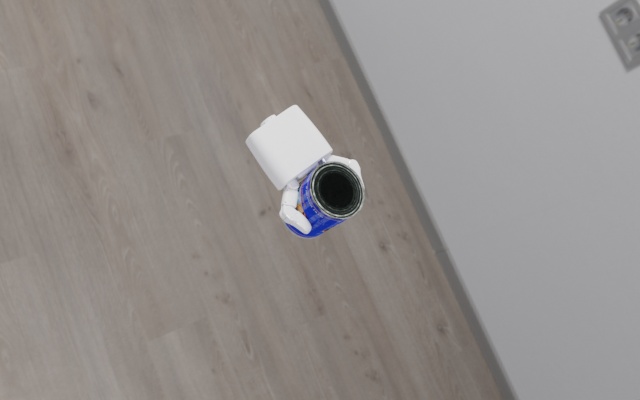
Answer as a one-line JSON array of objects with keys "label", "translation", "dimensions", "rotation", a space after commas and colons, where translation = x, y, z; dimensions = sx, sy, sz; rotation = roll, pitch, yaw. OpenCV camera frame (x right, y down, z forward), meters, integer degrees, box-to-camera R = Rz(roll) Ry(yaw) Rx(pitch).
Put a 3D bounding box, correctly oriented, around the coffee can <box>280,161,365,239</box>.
[{"label": "coffee can", "translation": [0.000, 0.003, 0.850], "dimensions": [0.103, 0.102, 0.140], "rotation": [0, -17, -26]}]
